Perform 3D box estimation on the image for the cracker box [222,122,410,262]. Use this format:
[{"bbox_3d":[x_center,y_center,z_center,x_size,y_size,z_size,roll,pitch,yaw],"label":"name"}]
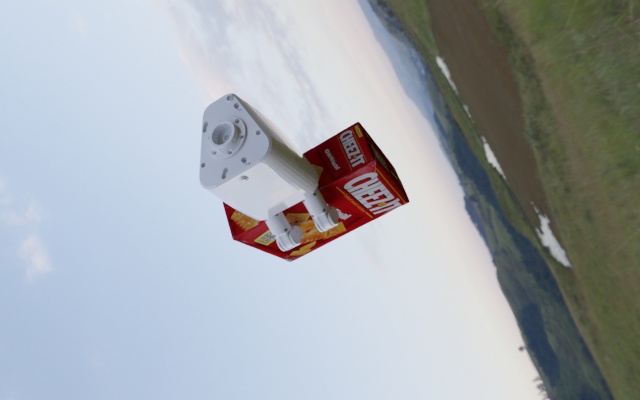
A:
[{"bbox_3d":[0.000,0.002,0.668,0.214,0.072,0.164,-28,-27,15],"label":"cracker box"}]
